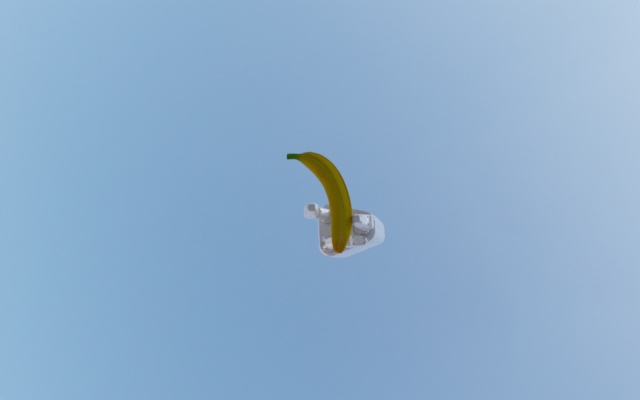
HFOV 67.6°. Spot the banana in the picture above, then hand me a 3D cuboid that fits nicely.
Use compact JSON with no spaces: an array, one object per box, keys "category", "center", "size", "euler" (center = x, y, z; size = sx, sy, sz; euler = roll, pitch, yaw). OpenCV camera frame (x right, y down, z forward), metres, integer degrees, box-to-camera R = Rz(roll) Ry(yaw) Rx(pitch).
[{"category":"banana","center":[0.014,-0.010,0.808],"size":[0.069,0.197,0.037],"euler":[-31,-18,12]}]
